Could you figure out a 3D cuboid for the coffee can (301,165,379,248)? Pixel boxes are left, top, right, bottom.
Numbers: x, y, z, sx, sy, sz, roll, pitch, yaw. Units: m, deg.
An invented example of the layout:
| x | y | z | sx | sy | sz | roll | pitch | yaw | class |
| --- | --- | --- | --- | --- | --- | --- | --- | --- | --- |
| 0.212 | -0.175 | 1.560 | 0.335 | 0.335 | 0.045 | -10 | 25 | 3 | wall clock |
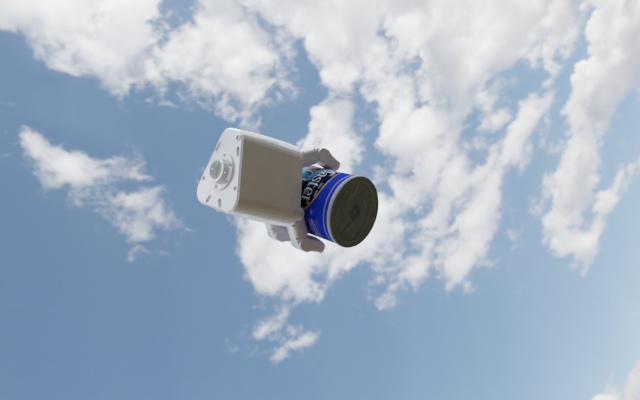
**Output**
| x | y | z | sx | sy | sz | roll | pitch | yaw | class |
| --- | --- | --- | --- | --- | --- | --- | --- | --- | --- |
| 0.000 | 0.002 | 0.709 | 0.140 | 0.103 | 0.103 | 16 | 11 | 43 | coffee can |
